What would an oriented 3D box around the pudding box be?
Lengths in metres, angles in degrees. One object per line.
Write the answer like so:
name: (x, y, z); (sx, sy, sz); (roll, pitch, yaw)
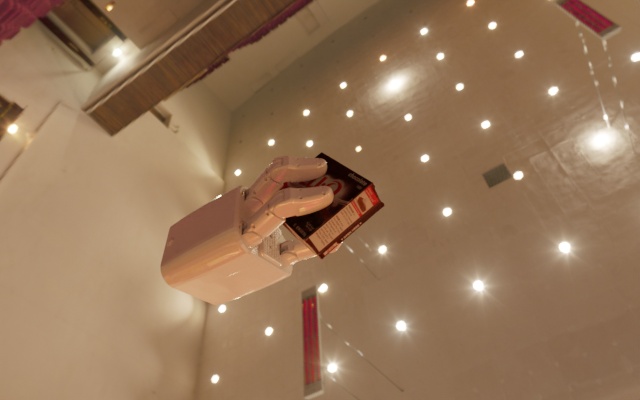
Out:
pudding box: (0.000, 0.002, 0.512); (0.090, 0.039, 0.113); (-41, 37, -8)
